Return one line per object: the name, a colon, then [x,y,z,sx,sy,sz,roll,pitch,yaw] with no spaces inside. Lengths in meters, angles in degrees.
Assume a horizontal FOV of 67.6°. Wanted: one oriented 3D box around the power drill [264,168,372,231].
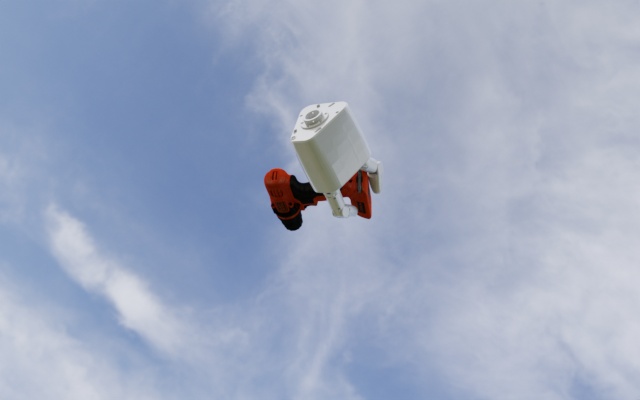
power drill: [0.001,0.003,0.893,0.187,0.057,0.184,-4,-30,8]
